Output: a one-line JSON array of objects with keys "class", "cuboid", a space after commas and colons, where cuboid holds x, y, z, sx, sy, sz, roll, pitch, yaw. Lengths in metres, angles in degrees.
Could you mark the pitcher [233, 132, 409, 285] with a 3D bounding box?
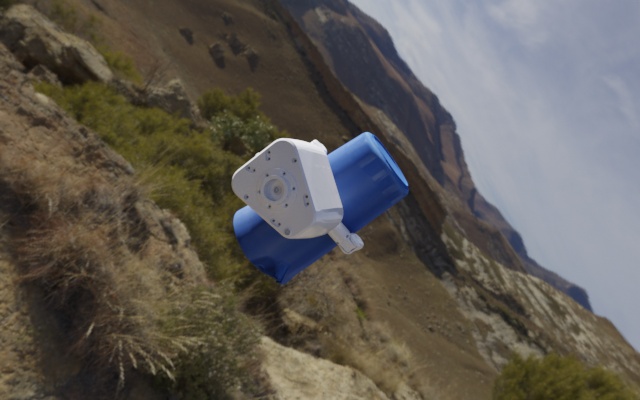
[{"class": "pitcher", "cuboid": [0.000, 0.002, 0.711, 0.243, 0.149, 0.145, -34, -10, 15]}]
